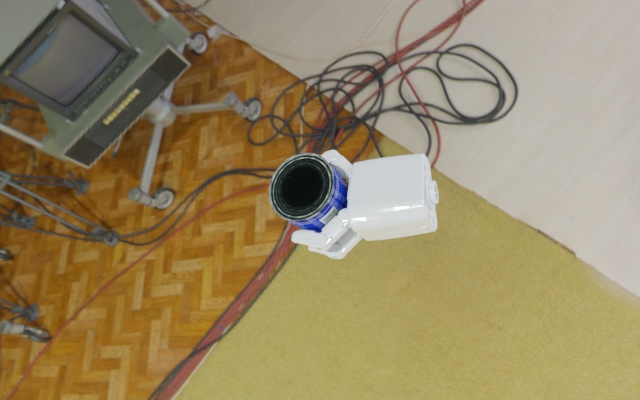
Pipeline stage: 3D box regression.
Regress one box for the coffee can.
[{"bbox_3d":[0.000,0.002,0.724,0.103,0.102,0.140,0,-18,25],"label":"coffee can"}]
